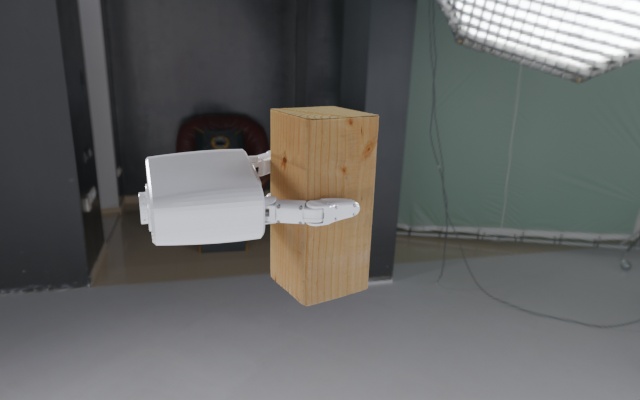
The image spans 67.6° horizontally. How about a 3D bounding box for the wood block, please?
[{"bbox_3d":[0.000,0.002,0.549,0.090,0.206,0.090,-9,21,-31],"label":"wood block"}]
